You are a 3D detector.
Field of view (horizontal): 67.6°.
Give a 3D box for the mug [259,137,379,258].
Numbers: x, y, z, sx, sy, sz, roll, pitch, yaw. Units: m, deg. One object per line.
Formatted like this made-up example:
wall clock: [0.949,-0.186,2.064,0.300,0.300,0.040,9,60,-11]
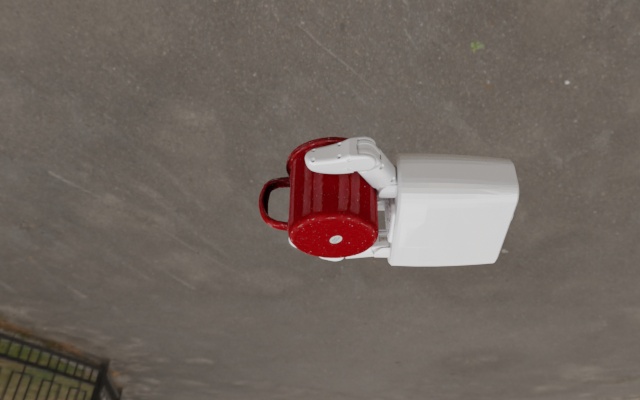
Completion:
mug: [-0.001,0.002,0.446,0.117,0.081,0.093,-1,-33,3]
